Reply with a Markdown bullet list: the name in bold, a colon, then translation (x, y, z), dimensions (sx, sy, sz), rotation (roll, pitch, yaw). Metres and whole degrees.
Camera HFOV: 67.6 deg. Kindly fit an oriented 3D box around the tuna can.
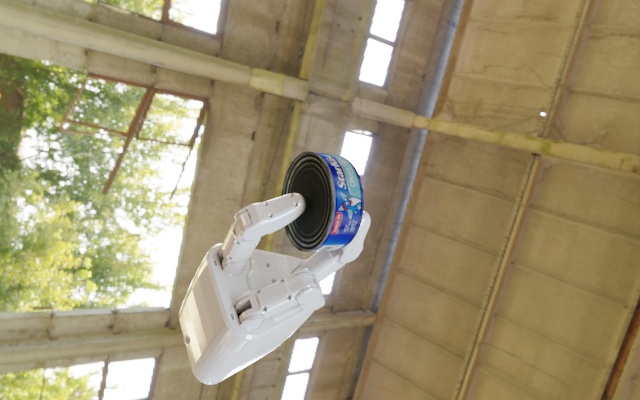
- **tuna can**: translation (0.001, 0.001, 0.415), dimensions (0.034, 0.086, 0.086), rotation (2, -1, -33)
